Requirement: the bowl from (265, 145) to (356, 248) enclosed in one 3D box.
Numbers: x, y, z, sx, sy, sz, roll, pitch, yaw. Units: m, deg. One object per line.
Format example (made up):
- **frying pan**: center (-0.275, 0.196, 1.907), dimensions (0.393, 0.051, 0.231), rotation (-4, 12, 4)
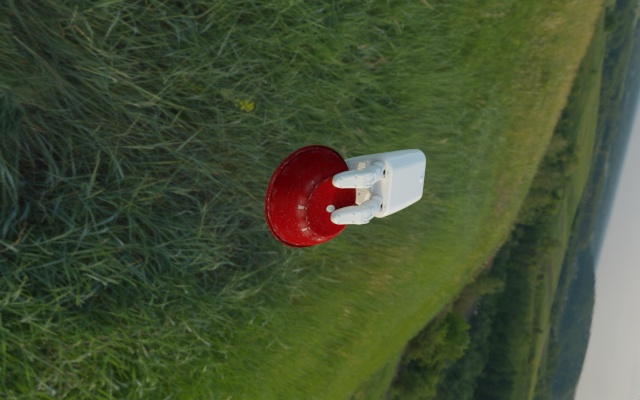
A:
- **bowl**: center (-0.001, 0.003, 0.701), dimensions (0.162, 0.162, 0.055), rotation (0, 16, -39)
